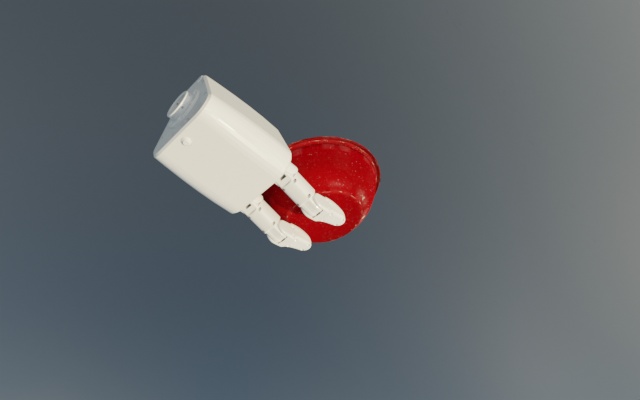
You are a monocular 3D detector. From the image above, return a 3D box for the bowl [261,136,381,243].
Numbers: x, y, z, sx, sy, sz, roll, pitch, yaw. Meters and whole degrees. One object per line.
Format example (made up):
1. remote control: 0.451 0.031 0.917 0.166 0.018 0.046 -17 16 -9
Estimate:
1. bowl: 0.001 0.003 0.578 0.162 0.055 0.162 -7 -42 -7
